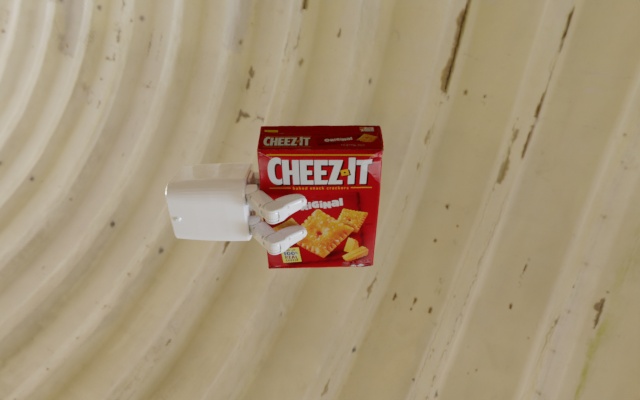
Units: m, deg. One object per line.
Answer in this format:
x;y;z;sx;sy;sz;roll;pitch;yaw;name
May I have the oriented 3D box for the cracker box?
0.000;0.002;0.683;0.164;0.214;0.072;-1;38;-1;cracker box
